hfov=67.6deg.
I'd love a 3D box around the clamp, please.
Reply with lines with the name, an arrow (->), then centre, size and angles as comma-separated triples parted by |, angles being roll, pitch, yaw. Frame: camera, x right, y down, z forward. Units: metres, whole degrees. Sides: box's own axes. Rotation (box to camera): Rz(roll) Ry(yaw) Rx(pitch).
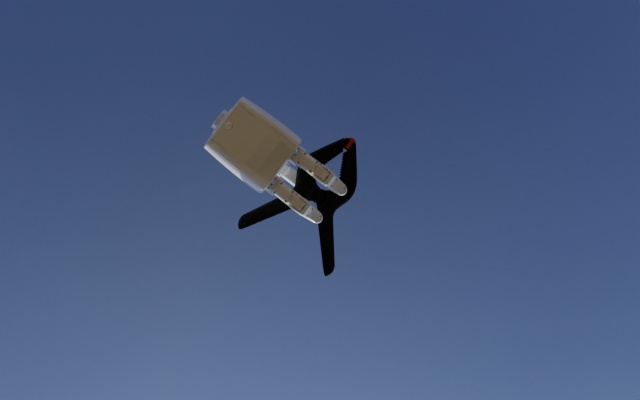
clamp -> 0.000, 0.002, 0.726 | 0.164, 0.210, 0.036 | 38, -1, -14
